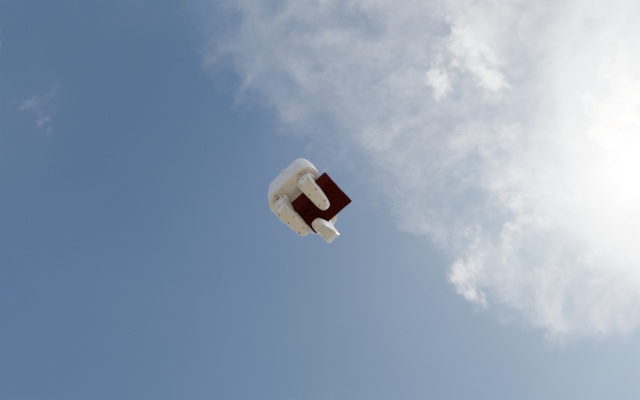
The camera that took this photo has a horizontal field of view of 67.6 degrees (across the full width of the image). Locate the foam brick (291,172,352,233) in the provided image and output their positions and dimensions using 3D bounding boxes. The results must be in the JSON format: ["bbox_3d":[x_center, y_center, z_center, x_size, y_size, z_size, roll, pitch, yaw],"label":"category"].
[{"bbox_3d":[0.000,0.002,0.757,0.078,0.053,0.051,-42,18,5],"label":"foam brick"}]
